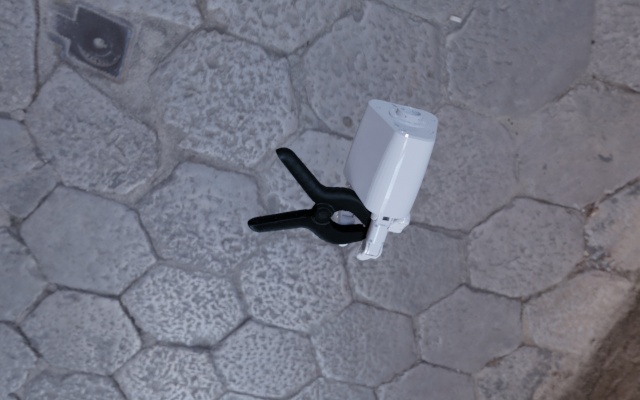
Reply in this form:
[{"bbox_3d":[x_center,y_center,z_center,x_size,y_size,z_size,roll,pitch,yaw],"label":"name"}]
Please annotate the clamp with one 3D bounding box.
[{"bbox_3d":[0.000,0.002,0.610,0.171,0.120,0.039,11,31,-9],"label":"clamp"}]
